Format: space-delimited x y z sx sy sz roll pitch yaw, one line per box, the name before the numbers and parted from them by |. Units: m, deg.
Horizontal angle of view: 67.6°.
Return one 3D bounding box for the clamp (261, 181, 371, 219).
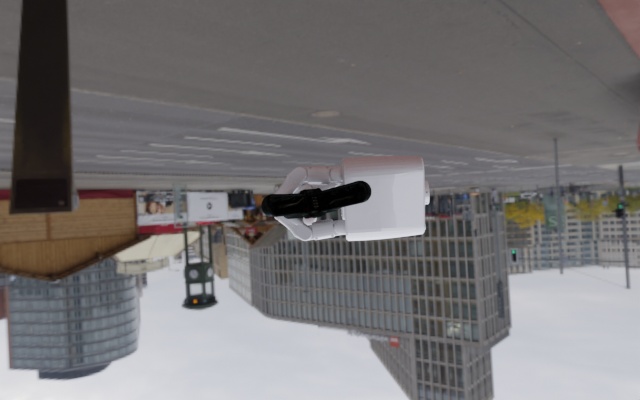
clamp | 0.000 0.003 0.586 0.120 0.039 0.171 -4 -1 3
